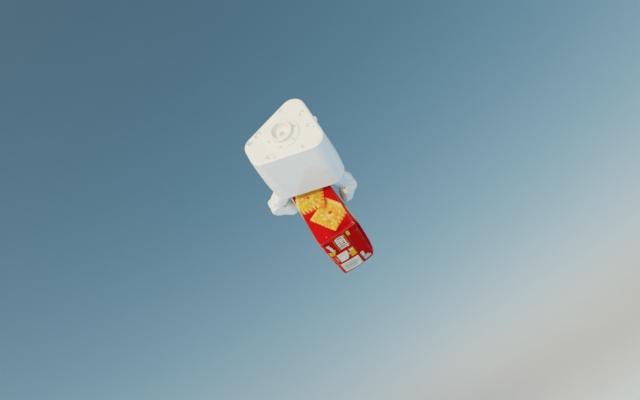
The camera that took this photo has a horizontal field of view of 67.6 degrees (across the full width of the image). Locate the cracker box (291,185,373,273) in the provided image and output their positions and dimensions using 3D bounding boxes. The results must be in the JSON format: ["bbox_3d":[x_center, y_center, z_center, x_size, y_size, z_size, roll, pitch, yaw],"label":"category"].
[{"bbox_3d":[0.000,0.003,0.821,0.072,0.213,0.164,-32,-29,2],"label":"cracker box"}]
